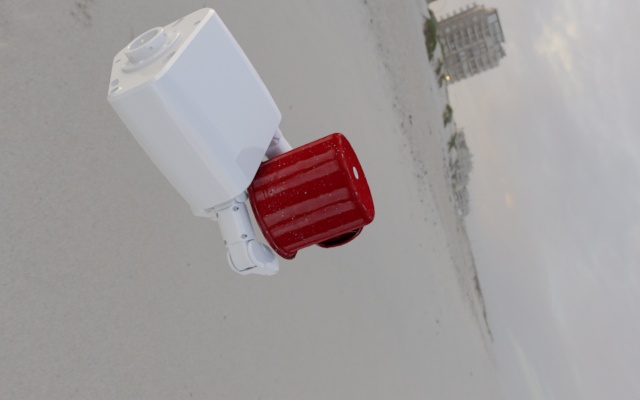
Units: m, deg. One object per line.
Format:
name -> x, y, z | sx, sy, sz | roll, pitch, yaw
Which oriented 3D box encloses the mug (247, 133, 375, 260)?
mug -> 0.001, 0.002, 0.413 | 0.081, 0.093, 0.117 | -21, -49, 14
